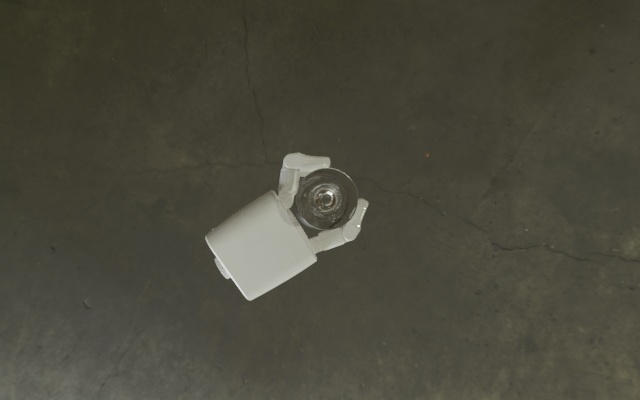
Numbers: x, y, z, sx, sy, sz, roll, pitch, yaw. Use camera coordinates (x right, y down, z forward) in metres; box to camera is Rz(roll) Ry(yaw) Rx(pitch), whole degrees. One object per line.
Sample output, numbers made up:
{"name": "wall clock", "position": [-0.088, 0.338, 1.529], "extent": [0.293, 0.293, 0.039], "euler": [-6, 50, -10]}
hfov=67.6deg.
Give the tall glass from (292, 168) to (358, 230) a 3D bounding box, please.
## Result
{"name": "tall glass", "position": [0.000, 0.002, 0.662], "extent": [0.079, 0.079, 0.201], "euler": [0, -2, -4]}
